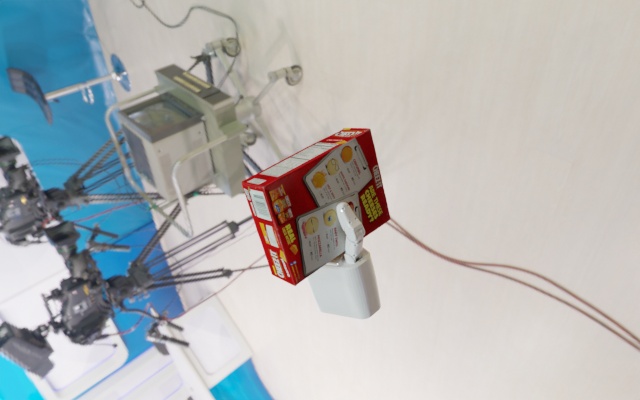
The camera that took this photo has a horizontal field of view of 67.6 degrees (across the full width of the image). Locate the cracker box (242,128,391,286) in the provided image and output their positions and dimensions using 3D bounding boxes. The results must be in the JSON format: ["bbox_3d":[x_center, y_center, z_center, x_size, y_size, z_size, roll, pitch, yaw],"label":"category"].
[{"bbox_3d":[0.000,0.003,0.734,0.213,0.164,0.072,-32,28,-32],"label":"cracker box"}]
